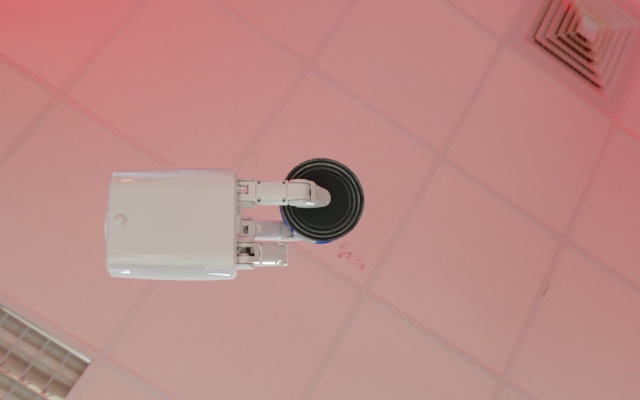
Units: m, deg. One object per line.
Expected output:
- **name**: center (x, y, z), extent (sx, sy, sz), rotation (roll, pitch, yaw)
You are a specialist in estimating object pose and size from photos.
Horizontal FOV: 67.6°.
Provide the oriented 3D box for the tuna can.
- **tuna can**: center (0.000, 0.002, 0.494), extent (0.086, 0.086, 0.034), rotation (0, -11, -7)
